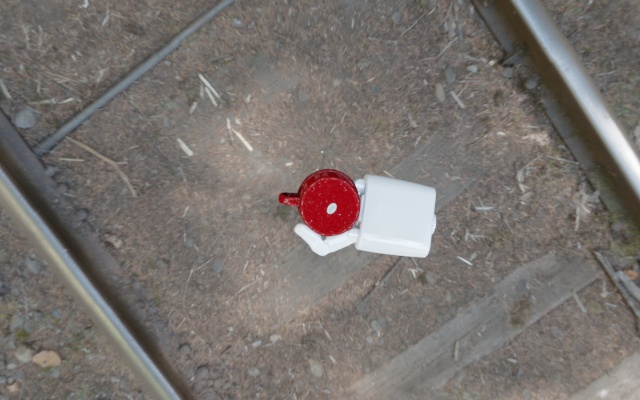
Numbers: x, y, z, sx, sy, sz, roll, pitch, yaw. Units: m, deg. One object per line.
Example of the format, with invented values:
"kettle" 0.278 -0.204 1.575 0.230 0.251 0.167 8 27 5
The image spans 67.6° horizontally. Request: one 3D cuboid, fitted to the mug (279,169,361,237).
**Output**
"mug" -0.001 0.002 0.662 0.117 0.093 0.081 9 6 -2
